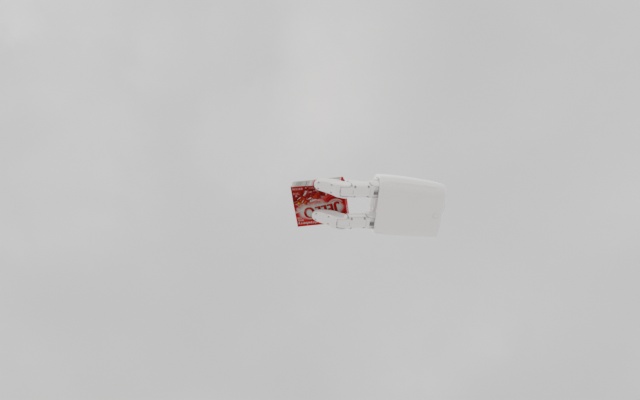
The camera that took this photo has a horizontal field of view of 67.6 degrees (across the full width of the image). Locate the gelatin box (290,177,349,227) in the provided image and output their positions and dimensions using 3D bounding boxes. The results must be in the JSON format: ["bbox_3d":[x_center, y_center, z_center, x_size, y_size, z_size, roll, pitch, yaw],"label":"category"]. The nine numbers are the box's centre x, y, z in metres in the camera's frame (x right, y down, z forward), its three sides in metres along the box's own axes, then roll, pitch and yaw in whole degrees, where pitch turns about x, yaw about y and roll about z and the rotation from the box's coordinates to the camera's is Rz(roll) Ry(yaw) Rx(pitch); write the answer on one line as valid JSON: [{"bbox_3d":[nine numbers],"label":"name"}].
[{"bbox_3d":[0.000,0.002,0.795,0.089,0.073,0.030,-5,23,10],"label":"gelatin box"}]
